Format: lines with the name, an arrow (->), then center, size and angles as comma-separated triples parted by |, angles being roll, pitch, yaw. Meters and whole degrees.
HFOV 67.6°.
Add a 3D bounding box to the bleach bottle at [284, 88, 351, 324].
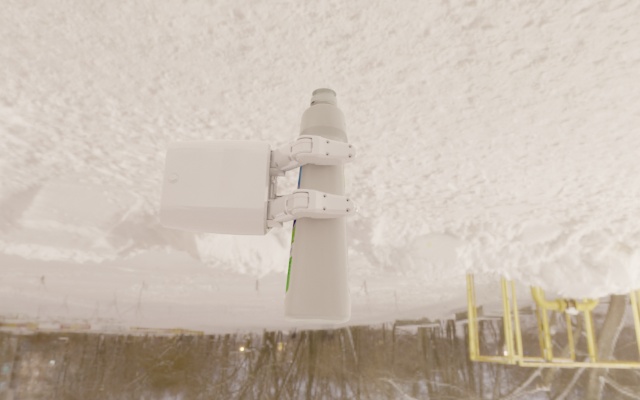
bleach bottle -> 0.000, 0.002, 0.515 | 0.068, 0.250, 0.102 | 3, -17, -2
